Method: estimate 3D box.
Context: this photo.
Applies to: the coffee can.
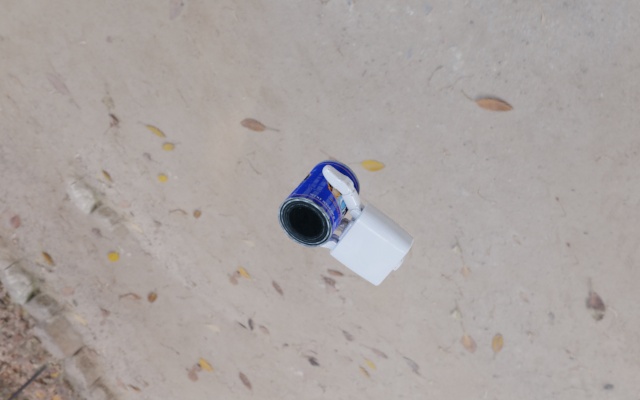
[{"bbox_3d":[0.000,0.003,0.864,0.103,0.103,0.140,0,31,28],"label":"coffee can"}]
